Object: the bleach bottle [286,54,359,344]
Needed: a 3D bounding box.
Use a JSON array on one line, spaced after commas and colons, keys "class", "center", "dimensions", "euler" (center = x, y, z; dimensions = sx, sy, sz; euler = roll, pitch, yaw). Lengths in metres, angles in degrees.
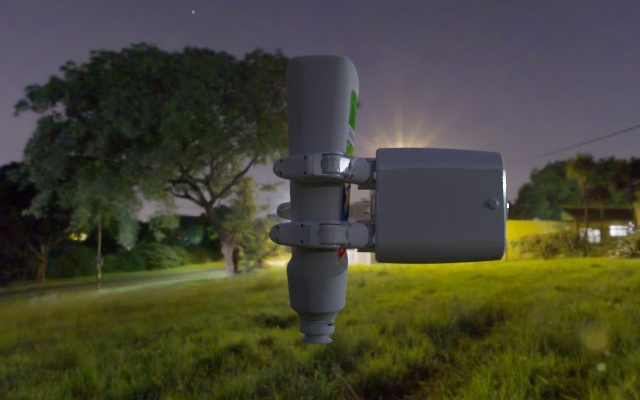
[{"class": "bleach bottle", "center": [0.000, 0.001, 0.447], "dimensions": [0.068, 0.251, 0.102], "euler": [1, -6, 7]}]
